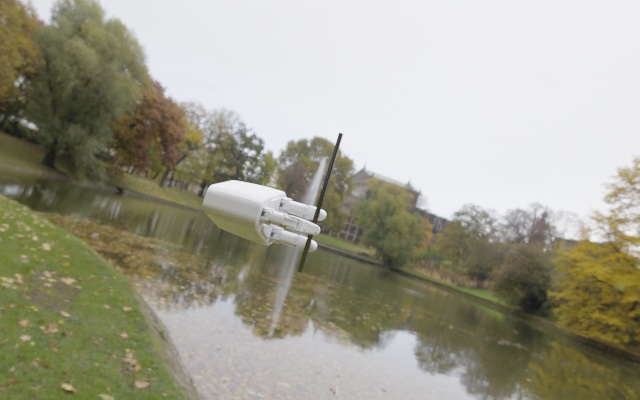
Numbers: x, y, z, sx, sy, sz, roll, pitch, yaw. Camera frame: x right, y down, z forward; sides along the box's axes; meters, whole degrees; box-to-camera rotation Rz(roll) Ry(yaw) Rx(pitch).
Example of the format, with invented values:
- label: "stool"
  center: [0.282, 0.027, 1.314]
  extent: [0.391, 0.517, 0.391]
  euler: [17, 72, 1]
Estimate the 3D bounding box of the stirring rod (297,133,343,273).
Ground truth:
- label: "stirring rod"
  center: [0.000, 0.003, 0.792]
  extent: [0.011, 0.239, 0.011]
  euler: [17, -4, 1]
